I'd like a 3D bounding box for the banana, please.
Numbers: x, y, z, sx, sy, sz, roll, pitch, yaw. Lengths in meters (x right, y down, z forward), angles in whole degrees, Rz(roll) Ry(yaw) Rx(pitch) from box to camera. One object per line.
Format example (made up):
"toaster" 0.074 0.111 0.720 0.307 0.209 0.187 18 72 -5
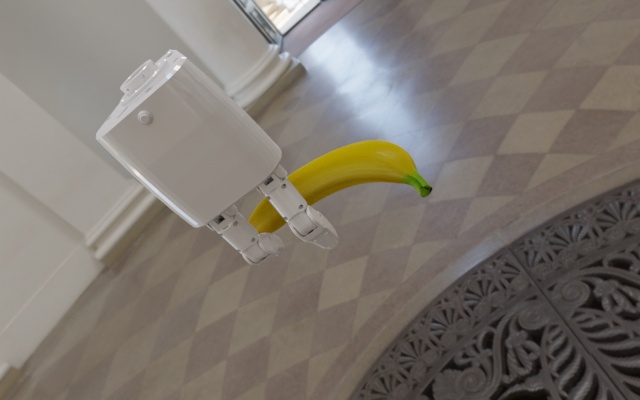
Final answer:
"banana" 0.006 -0.013 0.444 0.198 0.069 0.037 -18 -48 31
